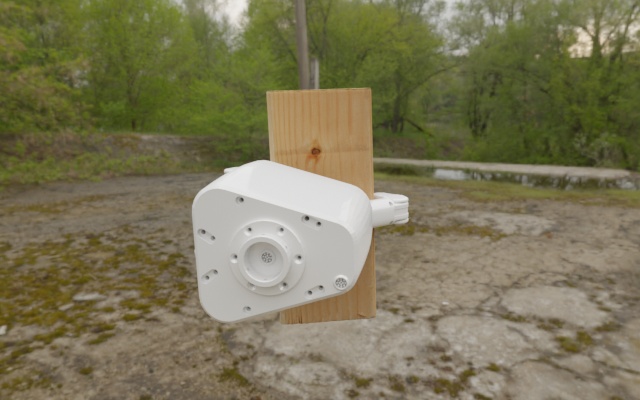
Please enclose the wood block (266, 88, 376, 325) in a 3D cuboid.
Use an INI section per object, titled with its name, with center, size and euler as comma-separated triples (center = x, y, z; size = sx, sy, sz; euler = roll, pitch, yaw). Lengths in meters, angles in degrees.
[wood block]
center = 0.000, 0.001, 0.456
size = 0.091, 0.206, 0.090
euler = -3, 11, -4
